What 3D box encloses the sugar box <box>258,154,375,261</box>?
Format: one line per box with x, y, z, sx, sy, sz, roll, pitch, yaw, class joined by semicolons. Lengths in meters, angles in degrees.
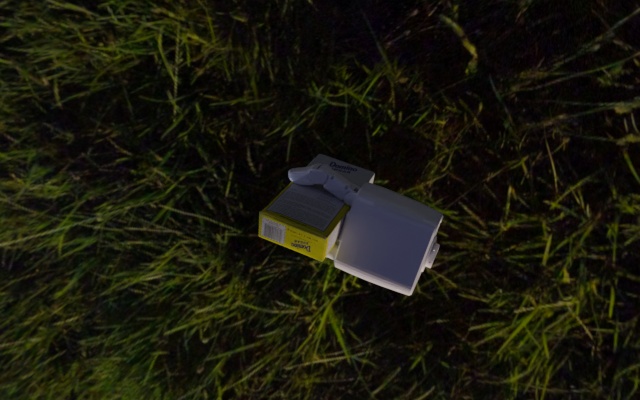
0.000;0.003;0.641;0.093;0.048;0.176;21;34;16;sugar box
